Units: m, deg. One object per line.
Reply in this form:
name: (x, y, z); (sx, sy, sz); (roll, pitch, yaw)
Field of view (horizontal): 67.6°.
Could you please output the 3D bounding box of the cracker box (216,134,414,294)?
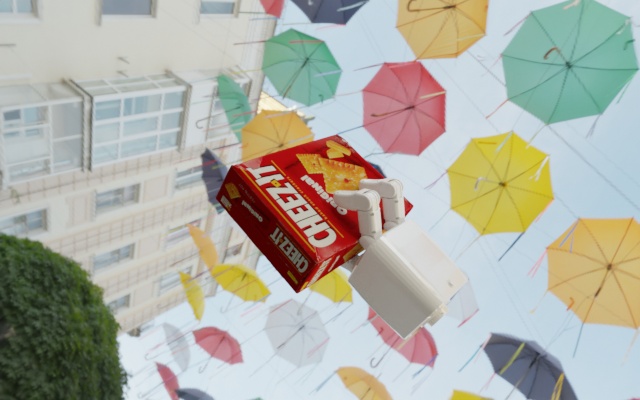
cracker box: (0.000, 0.002, 0.633); (0.213, 0.164, 0.072); (-24, -27, -46)
